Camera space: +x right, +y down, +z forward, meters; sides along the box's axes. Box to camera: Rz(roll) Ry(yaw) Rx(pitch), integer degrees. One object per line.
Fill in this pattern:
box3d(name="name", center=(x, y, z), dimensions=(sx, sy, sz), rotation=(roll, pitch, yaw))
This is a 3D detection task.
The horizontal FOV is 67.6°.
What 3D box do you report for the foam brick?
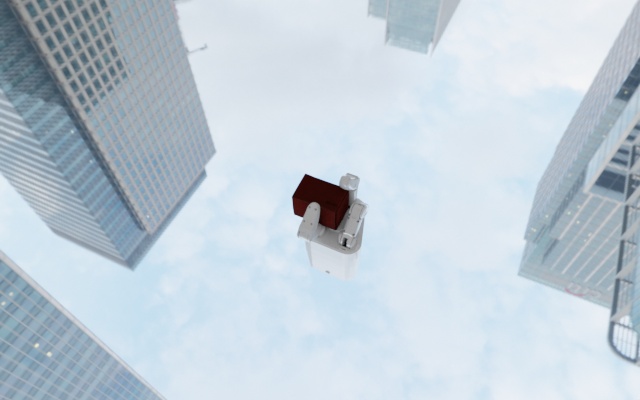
box3d(name="foam brick", center=(0.000, 0.002, 0.759), dimensions=(0.078, 0.053, 0.051), rotation=(21, -33, 16))
